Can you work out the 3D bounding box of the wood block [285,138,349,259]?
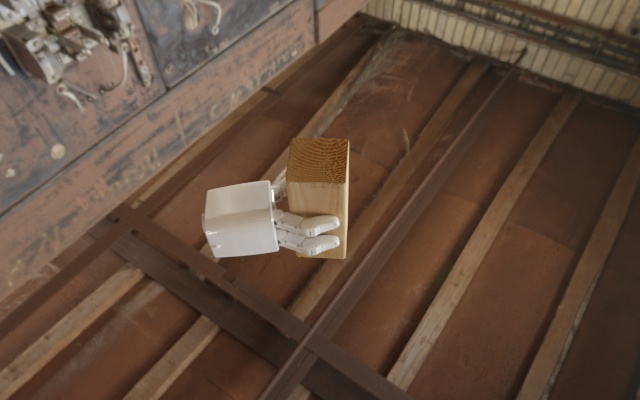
[{"bbox_3d":[0.000,0.002,0.781,0.090,0.090,0.206,2,-37,4],"label":"wood block"}]
